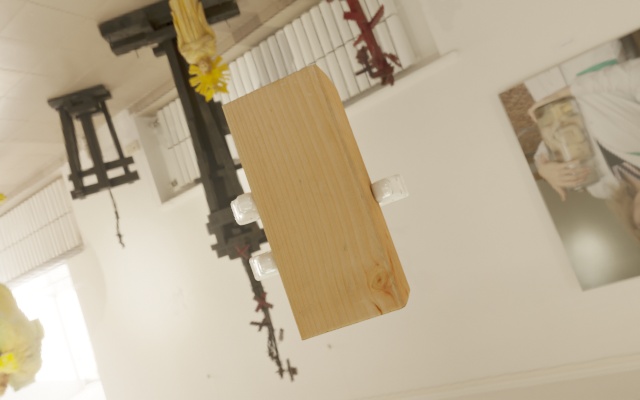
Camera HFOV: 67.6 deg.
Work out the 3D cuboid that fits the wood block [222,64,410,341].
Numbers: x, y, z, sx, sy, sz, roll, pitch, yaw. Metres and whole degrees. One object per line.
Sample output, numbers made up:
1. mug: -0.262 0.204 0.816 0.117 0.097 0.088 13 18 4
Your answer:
1. wood block: 0.000 0.001 0.424 0.091 0.206 0.090 -21 -6 13
